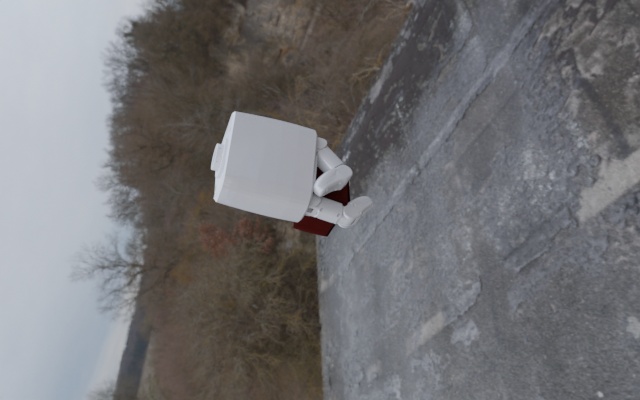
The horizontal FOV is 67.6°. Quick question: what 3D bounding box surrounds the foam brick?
[{"bbox_3d":[0.000,0.002,0.635,0.051,0.053,0.078,13,-42,-18],"label":"foam brick"}]
